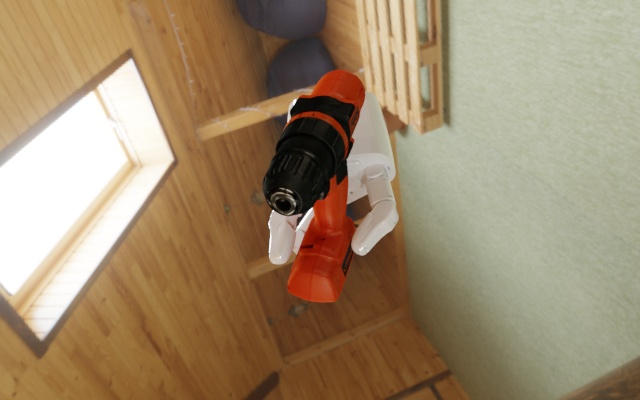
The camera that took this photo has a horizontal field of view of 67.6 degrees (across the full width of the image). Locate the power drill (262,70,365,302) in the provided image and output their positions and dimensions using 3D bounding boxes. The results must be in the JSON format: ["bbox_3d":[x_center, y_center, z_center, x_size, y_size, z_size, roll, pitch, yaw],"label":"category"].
[{"bbox_3d":[0.000,0.002,0.421,0.057,0.188,0.184,11,40,12],"label":"power drill"}]
